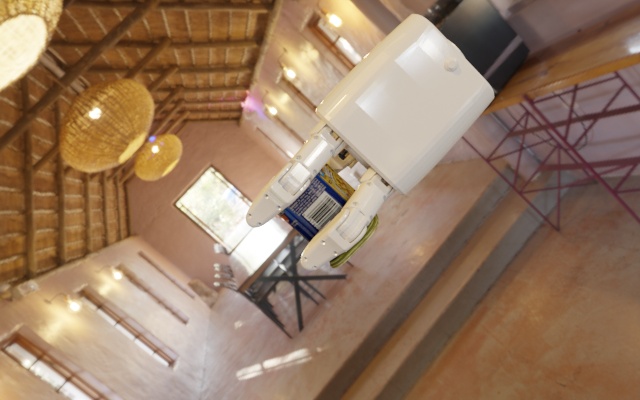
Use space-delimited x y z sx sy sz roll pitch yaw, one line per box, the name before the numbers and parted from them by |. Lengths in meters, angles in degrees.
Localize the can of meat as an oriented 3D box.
can of meat | 0.000 0.001 0.425 0.084 0.057 0.102 43 11 -9
